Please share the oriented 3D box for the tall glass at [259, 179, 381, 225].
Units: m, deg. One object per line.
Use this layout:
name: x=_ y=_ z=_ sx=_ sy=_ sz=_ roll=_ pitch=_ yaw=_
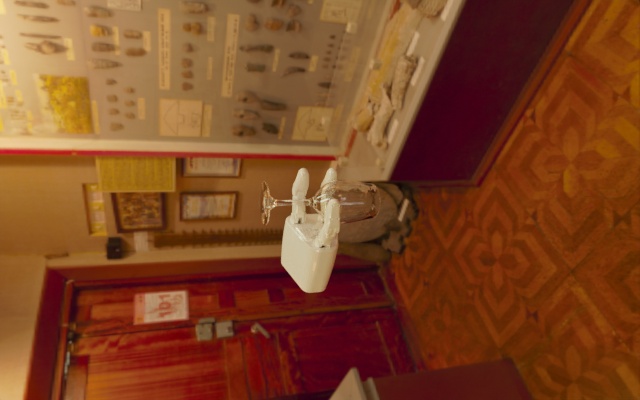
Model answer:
tall glass: x=0.000 y=0.003 z=0.823 sx=0.201 sy=0.079 sz=0.079 roll=-1 pitch=0 yaw=-19
